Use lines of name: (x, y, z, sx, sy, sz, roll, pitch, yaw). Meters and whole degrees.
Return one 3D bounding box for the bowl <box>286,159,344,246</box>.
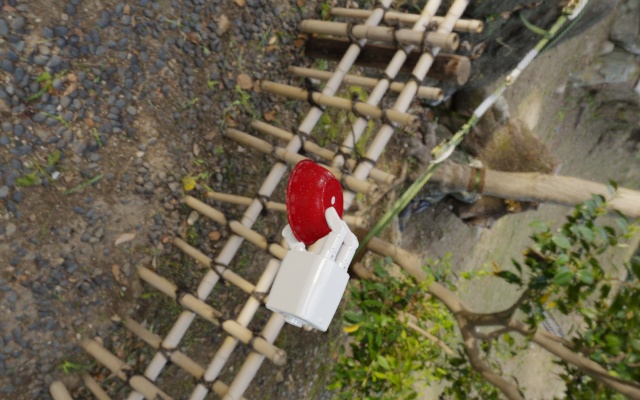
bowl: (0.001, 0.002, 0.877, 0.055, 0.162, 0.162, -2, -1, 27)
